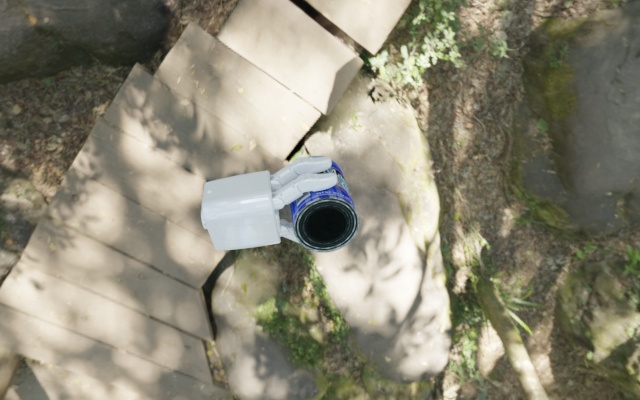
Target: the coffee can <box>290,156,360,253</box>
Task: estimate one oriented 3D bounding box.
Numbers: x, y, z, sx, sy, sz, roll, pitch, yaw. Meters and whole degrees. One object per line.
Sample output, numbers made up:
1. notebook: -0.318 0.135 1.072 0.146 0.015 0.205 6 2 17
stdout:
1. coffee can: 0.000 0.003 0.784 0.103 0.103 0.140 0 32 -9
